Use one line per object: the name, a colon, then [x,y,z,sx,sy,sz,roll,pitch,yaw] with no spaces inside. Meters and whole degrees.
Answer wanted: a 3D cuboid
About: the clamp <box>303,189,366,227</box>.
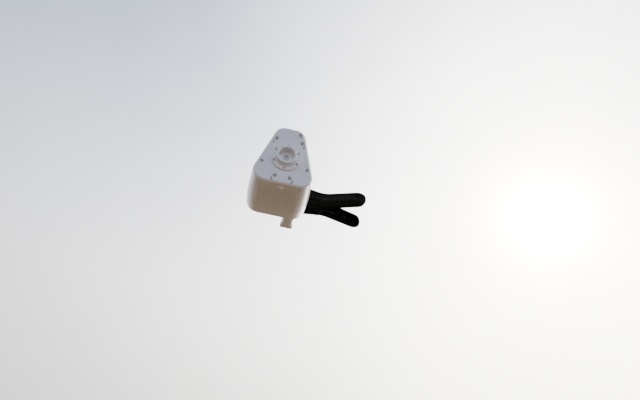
clamp: [0.000,0.002,0.853,0.171,0.039,0.120,12,-29,-6]
